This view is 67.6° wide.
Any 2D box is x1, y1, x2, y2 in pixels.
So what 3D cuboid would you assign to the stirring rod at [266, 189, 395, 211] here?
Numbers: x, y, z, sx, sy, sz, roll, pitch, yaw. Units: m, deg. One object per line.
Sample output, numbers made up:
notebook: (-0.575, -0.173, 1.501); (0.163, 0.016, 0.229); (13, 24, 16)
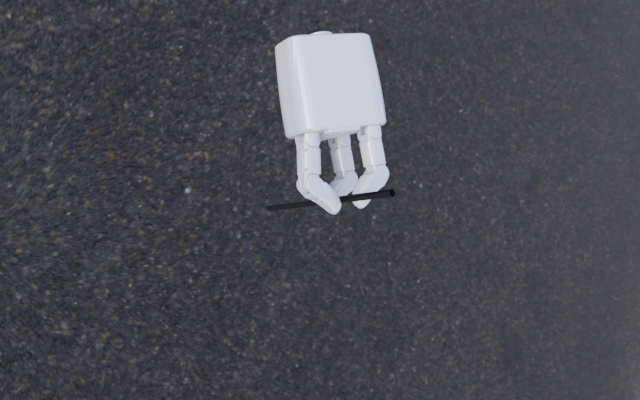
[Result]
stirring rod: (0.000, 0.002, 0.581); (0.011, 0.011, 0.239); (0, -5, -38)
